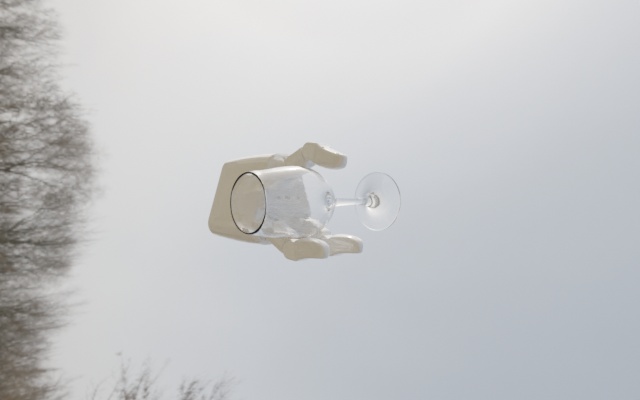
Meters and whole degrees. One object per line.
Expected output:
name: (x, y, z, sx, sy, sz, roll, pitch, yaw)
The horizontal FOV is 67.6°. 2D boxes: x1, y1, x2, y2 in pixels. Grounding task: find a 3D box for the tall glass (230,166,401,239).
tall glass: (0.001, 0.002, 0.534, 0.201, 0.079, 0.079, -1, 0, -45)
